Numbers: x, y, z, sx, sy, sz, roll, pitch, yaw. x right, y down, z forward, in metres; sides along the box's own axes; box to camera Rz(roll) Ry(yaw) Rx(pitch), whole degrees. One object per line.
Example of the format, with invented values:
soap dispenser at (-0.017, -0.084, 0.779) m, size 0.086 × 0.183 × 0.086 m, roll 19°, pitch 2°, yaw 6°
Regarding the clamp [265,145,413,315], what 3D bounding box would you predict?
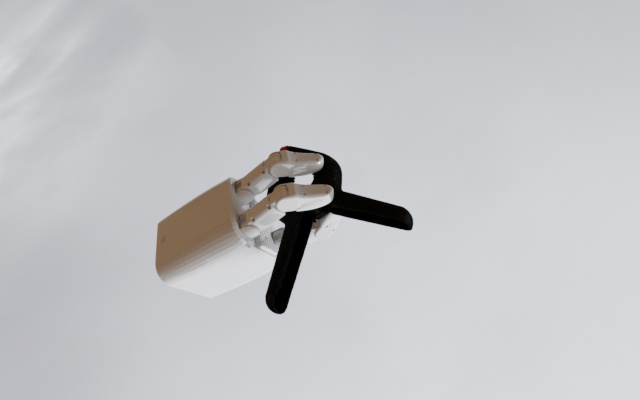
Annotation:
clamp at (0.000, 0.002, 0.517) m, size 0.164 × 0.209 × 0.036 m, roll -29°, pitch -46°, yaw 12°
